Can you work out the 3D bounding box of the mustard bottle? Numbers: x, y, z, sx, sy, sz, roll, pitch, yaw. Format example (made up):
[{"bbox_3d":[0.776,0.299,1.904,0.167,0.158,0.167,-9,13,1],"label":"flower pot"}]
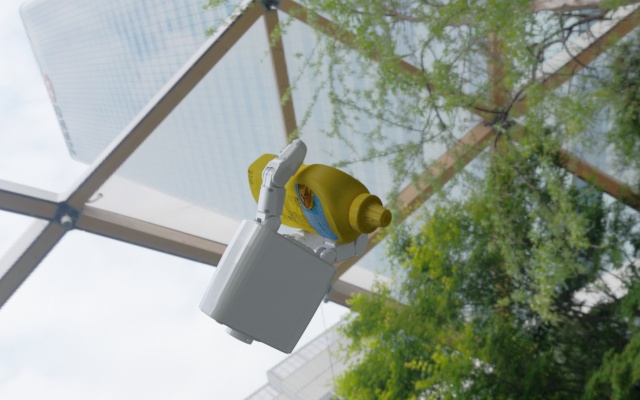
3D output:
[{"bbox_3d":[0.000,0.001,0.535,0.191,0.096,0.058,15,49,46],"label":"mustard bottle"}]
